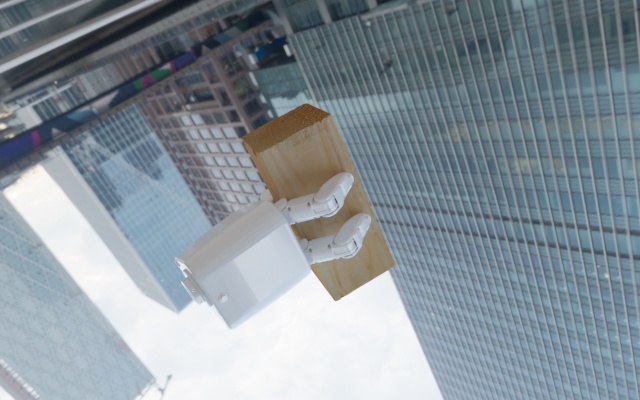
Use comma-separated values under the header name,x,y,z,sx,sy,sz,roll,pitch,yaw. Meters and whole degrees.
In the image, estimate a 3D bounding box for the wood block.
name,x,y,z,sx,sy,sz,roll,pitch,yaw
wood block,0.000,0.002,0.565,0.090,0.206,0.090,-30,26,-9
